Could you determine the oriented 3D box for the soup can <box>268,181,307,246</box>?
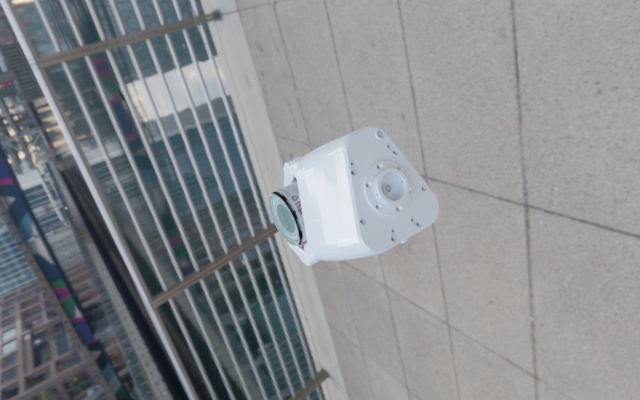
[{"bbox_3d":[0.000,0.002,0.551,0.102,0.068,0.068,-26,12,-25],"label":"soup can"}]
